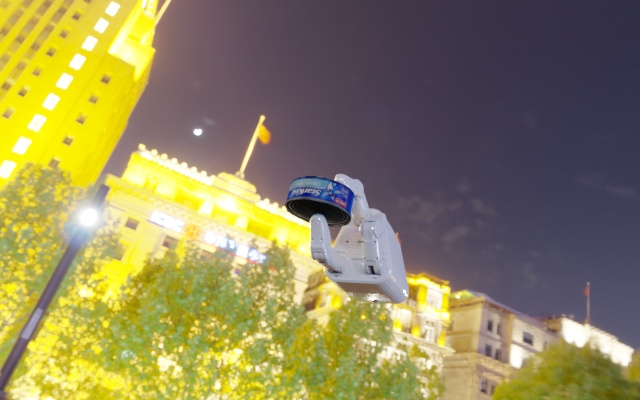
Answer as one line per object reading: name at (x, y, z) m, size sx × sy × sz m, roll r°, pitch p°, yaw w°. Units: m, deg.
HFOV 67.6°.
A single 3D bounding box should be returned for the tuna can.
tuna can at (0.000, 0.001, 0.605) m, size 0.086 × 0.033 × 0.086 m, roll 11°, pitch -22°, yaw 5°
